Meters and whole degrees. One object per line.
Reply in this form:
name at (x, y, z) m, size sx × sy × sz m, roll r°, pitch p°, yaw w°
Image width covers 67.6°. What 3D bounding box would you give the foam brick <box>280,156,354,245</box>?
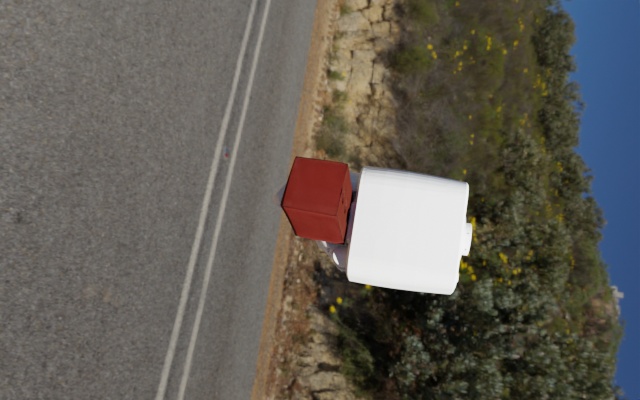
foam brick at (0.000, 0.001, 0.450) m, size 0.051 × 0.053 × 0.078 m, roll 10°, pitch -22°, yaw 12°
